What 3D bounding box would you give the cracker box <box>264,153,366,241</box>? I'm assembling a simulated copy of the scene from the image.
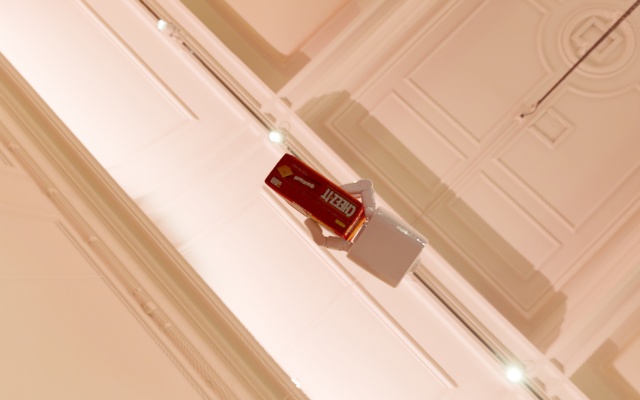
[{"bbox_3d":[0.000,0.003,0.885,0.164,0.072,0.214,34,-4,10],"label":"cracker box"}]
